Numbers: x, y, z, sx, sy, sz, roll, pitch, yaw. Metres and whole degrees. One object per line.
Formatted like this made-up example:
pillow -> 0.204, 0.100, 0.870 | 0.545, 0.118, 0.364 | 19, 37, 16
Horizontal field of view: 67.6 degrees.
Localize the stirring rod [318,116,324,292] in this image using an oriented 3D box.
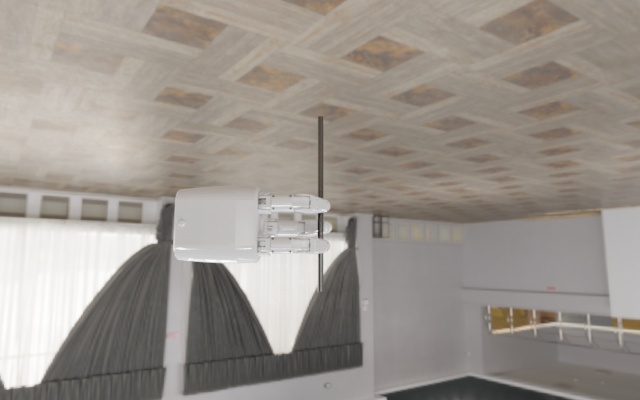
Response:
stirring rod -> 0.000, 0.002, 0.653 | 0.011, 0.239, 0.011 | 0, -8, 0
